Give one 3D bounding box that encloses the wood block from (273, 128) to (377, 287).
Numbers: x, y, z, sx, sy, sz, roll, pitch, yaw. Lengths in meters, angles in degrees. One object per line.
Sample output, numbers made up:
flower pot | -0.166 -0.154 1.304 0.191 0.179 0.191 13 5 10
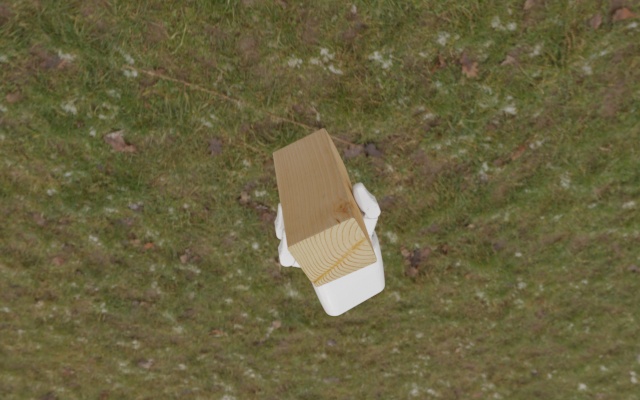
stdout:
wood block | 0.001 0.002 0.662 0.091 0.090 0.206 -24 40 8
